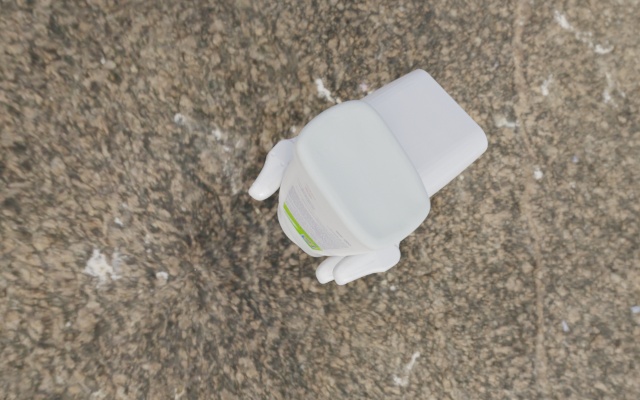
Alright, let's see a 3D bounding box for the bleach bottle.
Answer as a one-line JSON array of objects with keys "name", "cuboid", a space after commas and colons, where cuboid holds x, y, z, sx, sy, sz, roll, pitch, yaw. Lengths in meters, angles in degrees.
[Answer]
[{"name": "bleach bottle", "cuboid": [0.000, 0.002, 0.427, 0.068, 0.102, 0.251, -34, 2, -17]}]
